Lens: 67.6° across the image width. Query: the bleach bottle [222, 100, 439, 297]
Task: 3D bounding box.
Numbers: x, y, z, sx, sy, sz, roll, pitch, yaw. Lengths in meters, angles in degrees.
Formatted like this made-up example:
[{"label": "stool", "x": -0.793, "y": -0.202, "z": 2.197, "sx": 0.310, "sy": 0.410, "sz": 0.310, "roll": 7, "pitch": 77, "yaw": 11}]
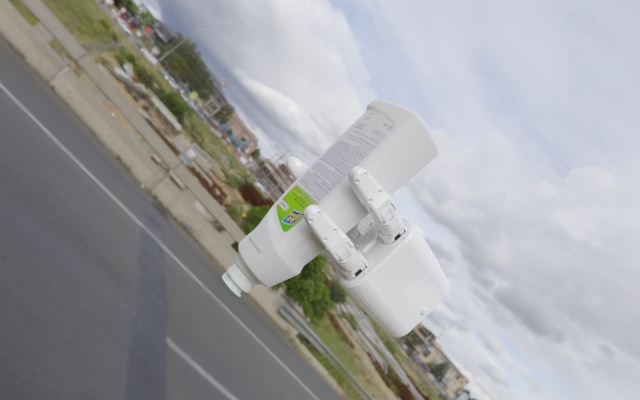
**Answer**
[{"label": "bleach bottle", "x": 0.000, "y": 0.002, "z": 0.500, "sx": 0.251, "sy": 0.068, "sz": 0.102, "roll": -41, "pitch": 30, "yaw": -5}]
